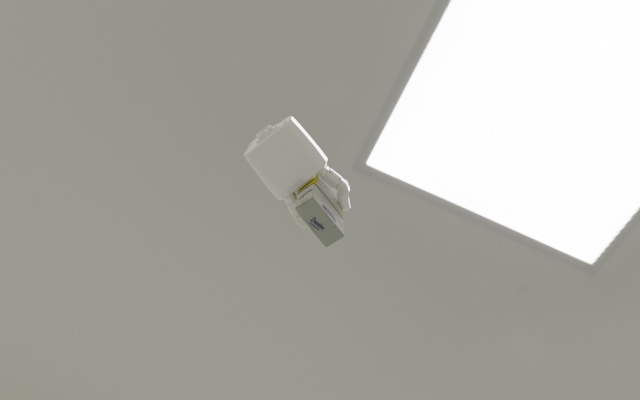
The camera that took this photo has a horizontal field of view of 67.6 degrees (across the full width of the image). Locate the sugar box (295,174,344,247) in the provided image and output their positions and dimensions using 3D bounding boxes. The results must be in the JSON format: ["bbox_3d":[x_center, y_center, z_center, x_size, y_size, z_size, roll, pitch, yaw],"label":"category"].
[{"bbox_3d":[0.000,0.003,0.877,0.048,0.093,0.176,-33,19,17],"label":"sugar box"}]
